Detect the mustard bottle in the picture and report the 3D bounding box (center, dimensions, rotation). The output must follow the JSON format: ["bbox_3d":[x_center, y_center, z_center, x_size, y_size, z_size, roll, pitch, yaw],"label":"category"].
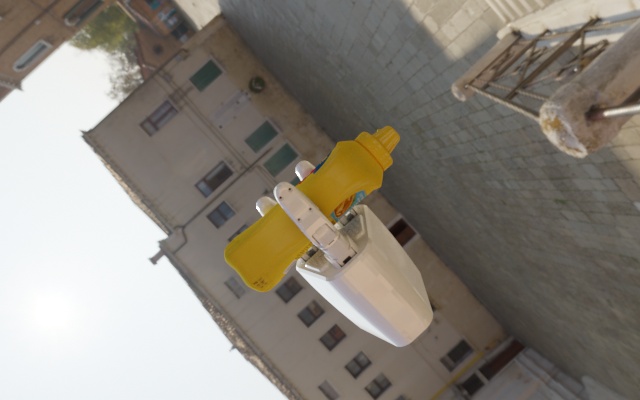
[{"bbox_3d":[0.000,0.001,0.448,0.191,0.058,0.096,-43,-8,-1],"label":"mustard bottle"}]
